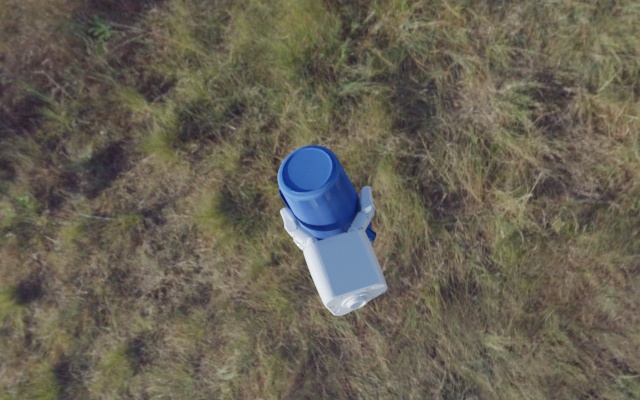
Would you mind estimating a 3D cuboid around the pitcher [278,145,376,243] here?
[{"bbox_3d":[0.000,0.003,0.886,0.149,0.145,0.243,-22,-32,5],"label":"pitcher"}]
